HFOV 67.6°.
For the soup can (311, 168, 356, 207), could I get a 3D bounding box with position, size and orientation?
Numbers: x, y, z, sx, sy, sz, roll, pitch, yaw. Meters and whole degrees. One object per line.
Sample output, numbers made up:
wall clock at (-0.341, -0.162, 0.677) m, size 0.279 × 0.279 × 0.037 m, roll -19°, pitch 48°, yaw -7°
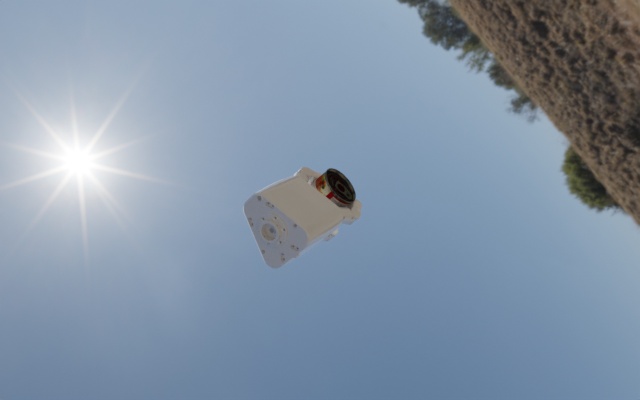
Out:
soup can at (0.000, 0.003, 0.803) m, size 0.102 × 0.068 × 0.068 m, roll -40°, pitch -23°, yaw 30°
